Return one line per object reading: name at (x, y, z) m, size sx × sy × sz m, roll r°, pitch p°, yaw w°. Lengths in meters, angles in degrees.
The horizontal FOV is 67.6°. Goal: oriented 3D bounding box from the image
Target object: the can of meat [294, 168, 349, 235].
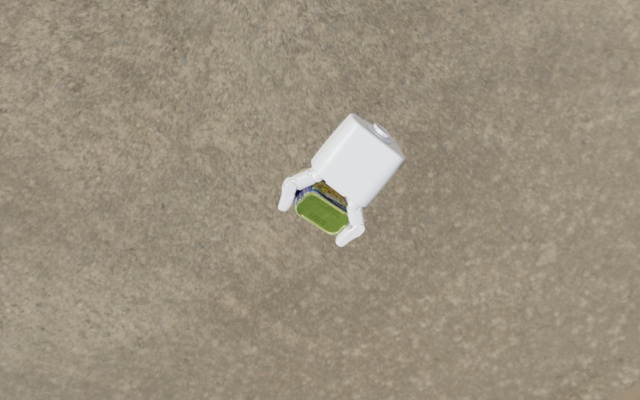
can of meat at (0.000, 0.003, 0.827) m, size 0.102 × 0.057 × 0.084 m, roll 34°, pitch 22°, yaw -23°
